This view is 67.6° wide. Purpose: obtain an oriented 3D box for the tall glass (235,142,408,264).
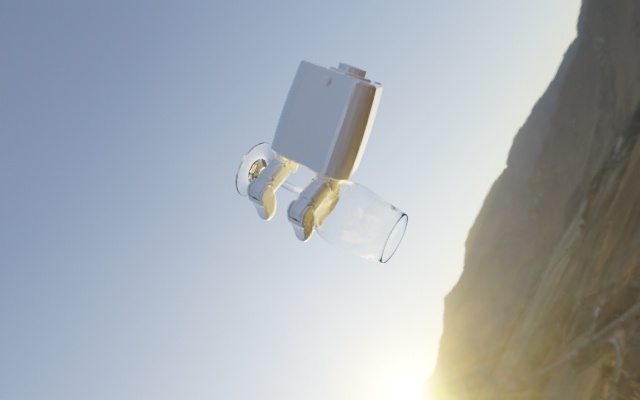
[{"bbox_3d":[0.000,0.002,0.564,0.201,0.079,0.079,27,11,22],"label":"tall glass"}]
